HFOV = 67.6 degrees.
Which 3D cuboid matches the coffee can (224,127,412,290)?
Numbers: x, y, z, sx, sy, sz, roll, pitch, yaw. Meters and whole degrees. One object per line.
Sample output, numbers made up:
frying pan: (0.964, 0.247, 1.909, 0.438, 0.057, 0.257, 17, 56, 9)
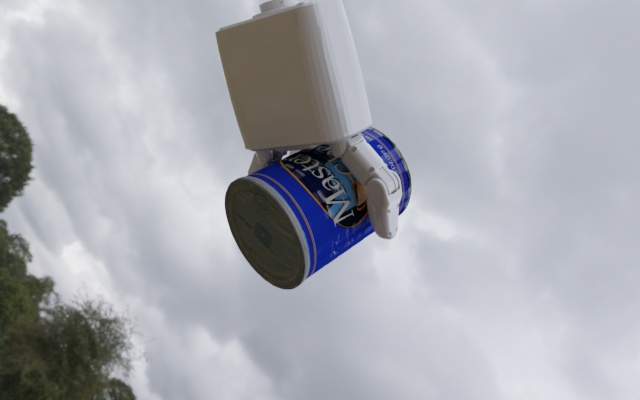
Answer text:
coffee can: (0.000, 0.002, 0.436, 0.140, 0.103, 0.103, -30, 19, -36)
